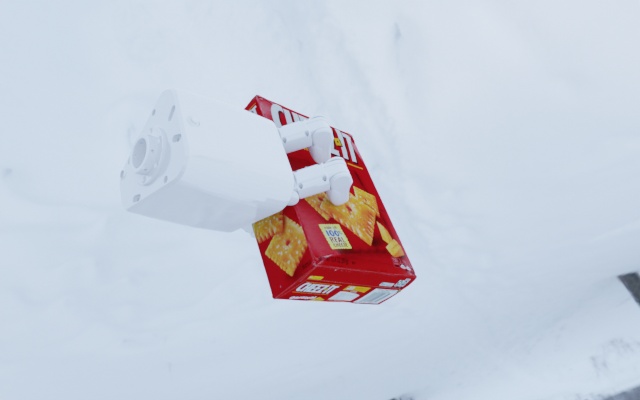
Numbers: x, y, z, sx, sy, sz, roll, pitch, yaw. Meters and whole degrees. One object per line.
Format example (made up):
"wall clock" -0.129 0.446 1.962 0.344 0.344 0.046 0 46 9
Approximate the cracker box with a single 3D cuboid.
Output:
"cracker box" 0.000 0.002 0.522 0.164 0.213 0.072 15 -46 -45
